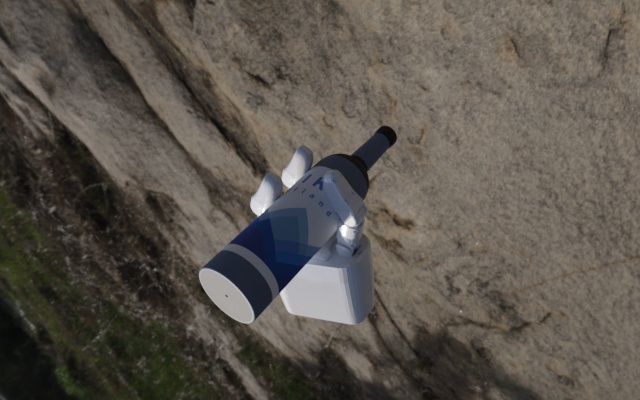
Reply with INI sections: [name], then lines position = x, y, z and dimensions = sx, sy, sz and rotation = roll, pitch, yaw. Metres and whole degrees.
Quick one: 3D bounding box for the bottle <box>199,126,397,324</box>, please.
[bottle]
position = 0.000, 0.002, 0.510
dimensions = 0.069, 0.069, 0.295
rotation = 0, 35, 44
